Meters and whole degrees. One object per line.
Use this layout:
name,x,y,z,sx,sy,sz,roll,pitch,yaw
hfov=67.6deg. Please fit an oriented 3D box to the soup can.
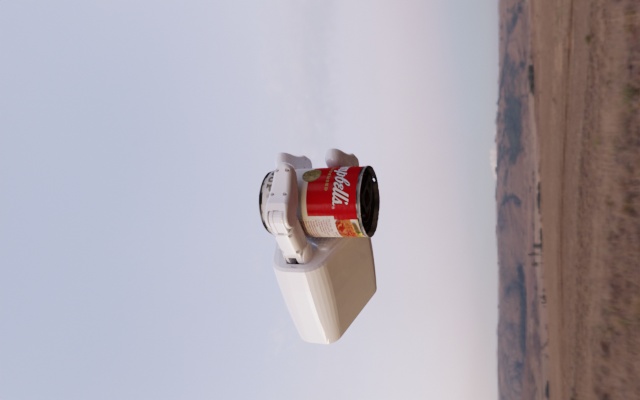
soup can,0.000,0.001,0.465,0.102,0.068,0.068,-1,0,22
